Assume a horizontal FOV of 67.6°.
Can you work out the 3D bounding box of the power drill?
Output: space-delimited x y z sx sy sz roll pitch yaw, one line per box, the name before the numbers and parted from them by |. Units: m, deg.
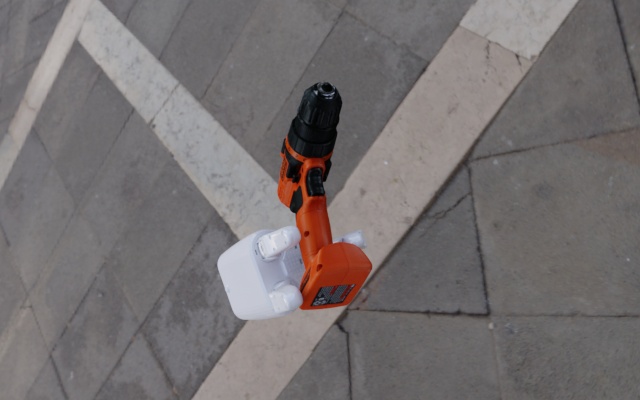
power drill | 0.000 0.002 0.485 0.057 0.187 0.185 -2 -33 -14
